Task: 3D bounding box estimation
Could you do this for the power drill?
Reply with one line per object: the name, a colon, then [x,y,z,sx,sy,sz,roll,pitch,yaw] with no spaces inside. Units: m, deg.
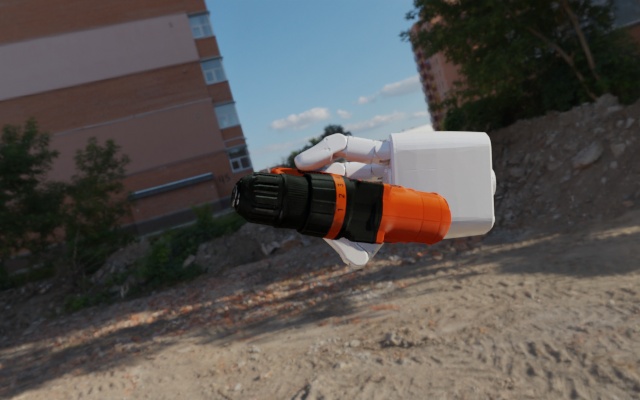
power drill: [0.000,0.001,0.451,0.184,0.057,0.187,9,4,-18]
